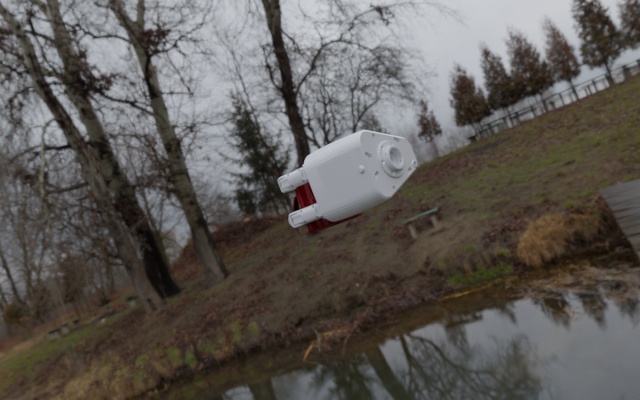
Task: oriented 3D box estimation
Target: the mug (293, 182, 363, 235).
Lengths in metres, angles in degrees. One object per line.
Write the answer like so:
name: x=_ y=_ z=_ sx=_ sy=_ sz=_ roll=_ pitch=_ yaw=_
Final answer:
mug: x=-0.001 y=0.003 z=0.747 sx=0.093 sy=0.081 sz=0.117 roll=-18 pitch=-3 yaw=-46
